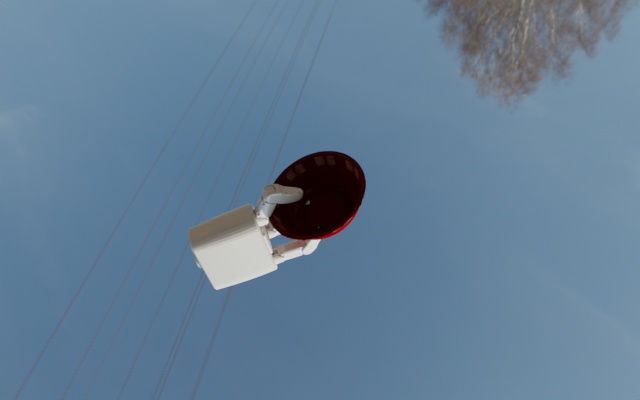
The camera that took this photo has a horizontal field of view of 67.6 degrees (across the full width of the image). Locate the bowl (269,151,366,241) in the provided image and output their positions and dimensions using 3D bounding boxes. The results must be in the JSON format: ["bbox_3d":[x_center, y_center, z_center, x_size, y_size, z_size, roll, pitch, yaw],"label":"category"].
[{"bbox_3d":[0.002,0.002,0.741,0.162,0.162,0.055,0,-32,26],"label":"bowl"}]
